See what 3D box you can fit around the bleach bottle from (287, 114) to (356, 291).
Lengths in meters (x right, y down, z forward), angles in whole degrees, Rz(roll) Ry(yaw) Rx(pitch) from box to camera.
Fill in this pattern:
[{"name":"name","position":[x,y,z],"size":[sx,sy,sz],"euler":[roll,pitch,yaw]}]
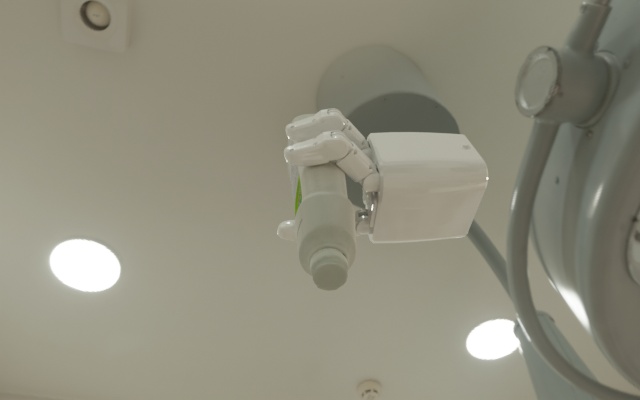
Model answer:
[{"name":"bleach bottle","position":[0.000,0.001,0.488],"size":[0.068,0.103,0.250],"euler":[-1,32,-3]}]
